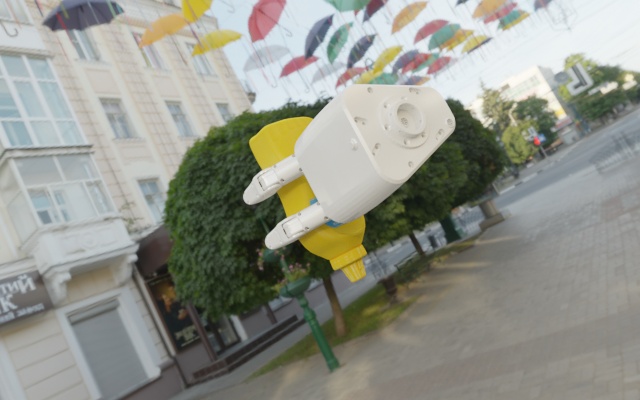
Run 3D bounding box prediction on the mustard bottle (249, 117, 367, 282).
[{"bbox_3d":[0.000,0.002,0.536,0.058,0.191,0.096,-32,-8,37],"label":"mustard bottle"}]
